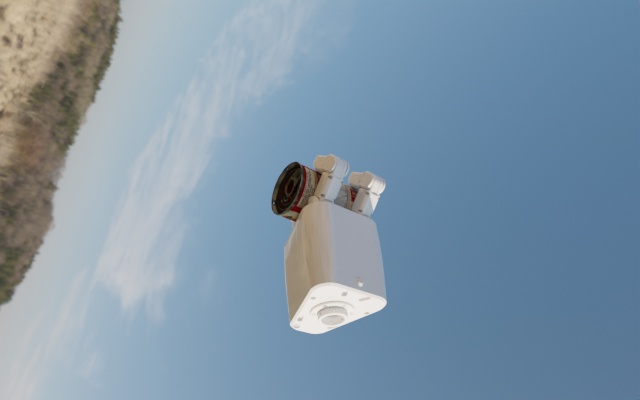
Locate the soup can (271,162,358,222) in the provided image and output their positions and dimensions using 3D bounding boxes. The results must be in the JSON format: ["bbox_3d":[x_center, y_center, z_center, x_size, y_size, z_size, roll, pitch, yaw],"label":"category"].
[{"bbox_3d":[0.000,0.002,0.591,0.102,0.068,0.068,22,-11,-29],"label":"soup can"}]
